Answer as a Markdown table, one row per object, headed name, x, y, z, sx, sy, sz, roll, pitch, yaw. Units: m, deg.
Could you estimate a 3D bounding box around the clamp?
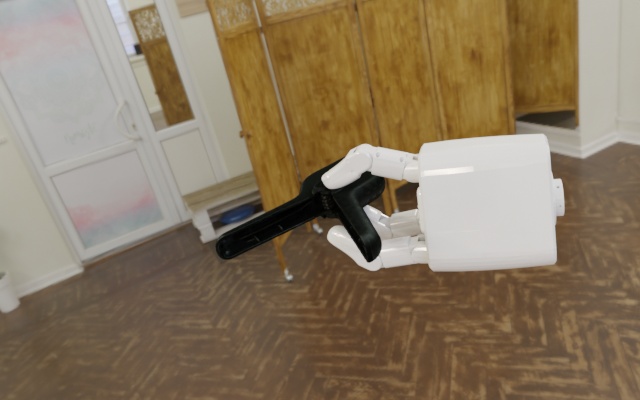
| name | x | y | z | sx | sy | sz | roll | pitch | yaw |
| --- | --- | --- | --- | --- | --- | --- | --- | --- | --- |
| clamp | 0.000 | 0.001 | 0.491 | 0.164 | 0.036 | 0.210 | -5 | 26 | 22 |
